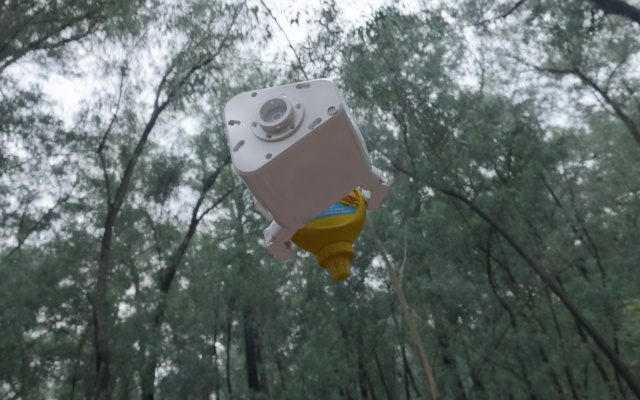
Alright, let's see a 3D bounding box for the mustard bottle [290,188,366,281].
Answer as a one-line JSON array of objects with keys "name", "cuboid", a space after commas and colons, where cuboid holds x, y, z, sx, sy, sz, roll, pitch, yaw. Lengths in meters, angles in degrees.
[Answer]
[{"name": "mustard bottle", "cuboid": [0.000, 0.002, 0.548, 0.096, 0.191, 0.058, -8, -32, -13]}]
